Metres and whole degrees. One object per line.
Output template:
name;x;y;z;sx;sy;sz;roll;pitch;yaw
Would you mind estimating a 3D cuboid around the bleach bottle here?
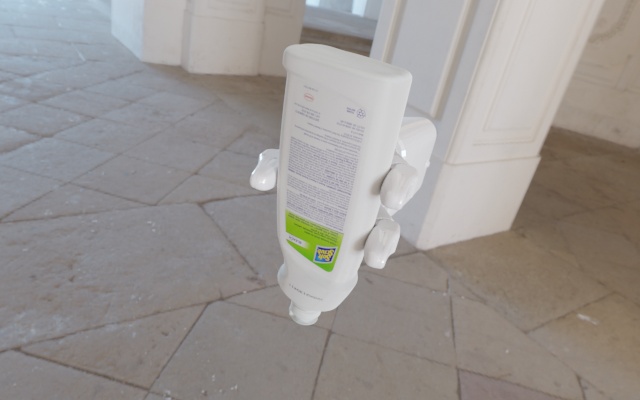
bleach bottle;0.000;0.001;0.422;0.102;0.251;0.068;25;29;23
